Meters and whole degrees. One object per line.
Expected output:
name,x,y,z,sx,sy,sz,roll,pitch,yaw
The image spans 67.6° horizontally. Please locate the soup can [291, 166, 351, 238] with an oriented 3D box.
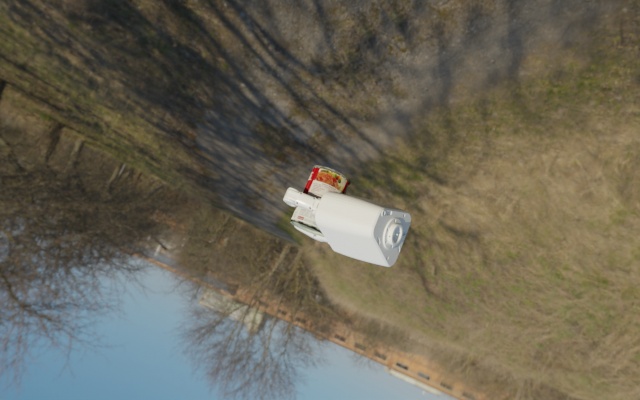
soup can,0.000,0.003,0.792,0.068,0.102,0.068,22,-10,4
